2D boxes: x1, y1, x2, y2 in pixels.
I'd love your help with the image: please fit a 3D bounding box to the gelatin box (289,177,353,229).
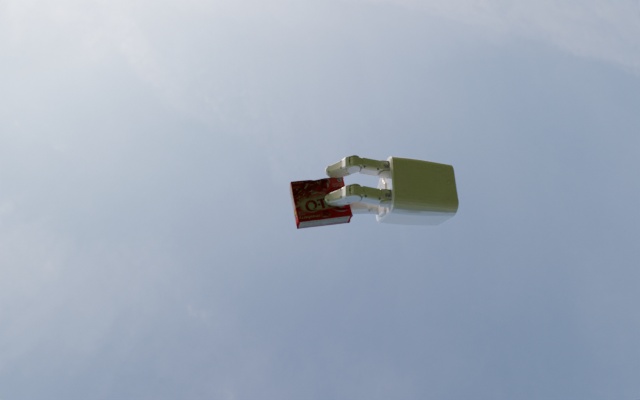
[{"bbox_3d":[0.000,0.003,0.757,0.089,0.073,0.030,-6,-27,-12],"label":"gelatin box"}]
